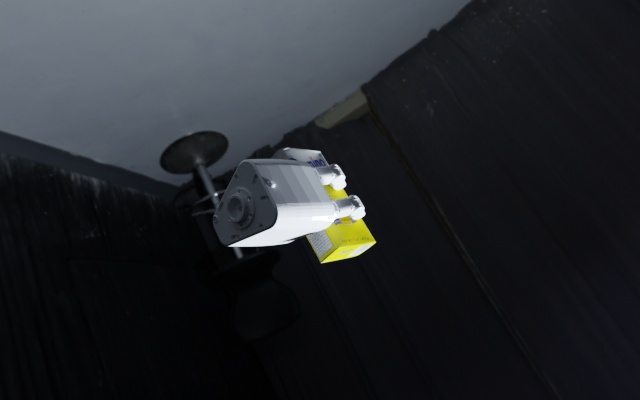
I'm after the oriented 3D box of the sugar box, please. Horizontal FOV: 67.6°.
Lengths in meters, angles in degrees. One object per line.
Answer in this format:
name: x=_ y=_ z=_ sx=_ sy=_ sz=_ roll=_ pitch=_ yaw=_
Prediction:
sugar box: x=0.000 y=0.002 z=0.699 sx=0.093 sy=0.176 sz=0.048 roll=-2 pitch=-33 yaw=-51
